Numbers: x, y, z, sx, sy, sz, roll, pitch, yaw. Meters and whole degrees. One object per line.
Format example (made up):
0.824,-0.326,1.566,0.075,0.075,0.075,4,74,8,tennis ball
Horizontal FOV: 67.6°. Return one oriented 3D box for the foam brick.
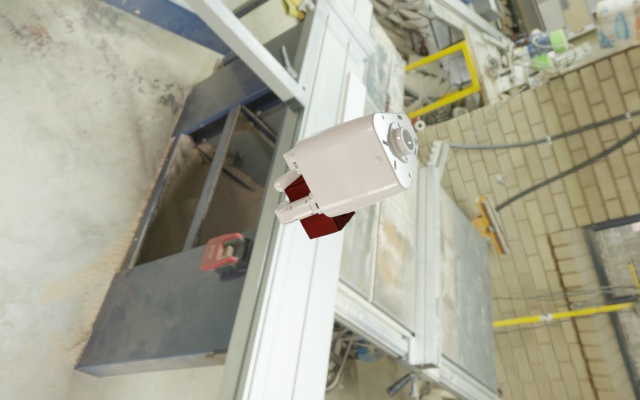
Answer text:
0.000,0.002,0.614,0.051,0.078,0.053,-18,16,33,foam brick
